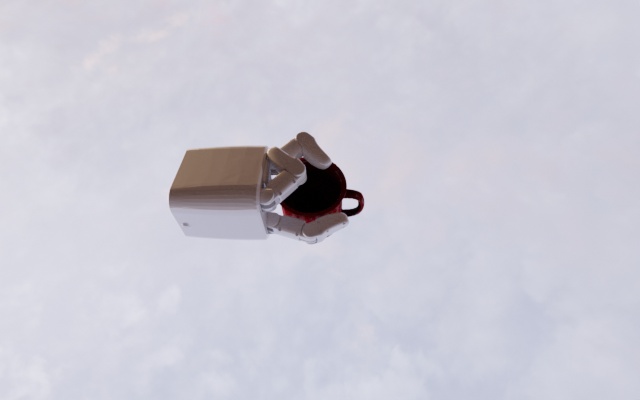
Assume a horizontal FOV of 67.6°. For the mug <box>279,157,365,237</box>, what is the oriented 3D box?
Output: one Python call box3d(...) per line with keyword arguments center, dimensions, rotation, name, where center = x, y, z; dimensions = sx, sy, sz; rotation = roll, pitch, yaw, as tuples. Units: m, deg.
box3d(center=(0.002, 0.002, 0.639), dimensions=(0.117, 0.093, 0.082), rotation=(1, -32, 2), name="mug")
